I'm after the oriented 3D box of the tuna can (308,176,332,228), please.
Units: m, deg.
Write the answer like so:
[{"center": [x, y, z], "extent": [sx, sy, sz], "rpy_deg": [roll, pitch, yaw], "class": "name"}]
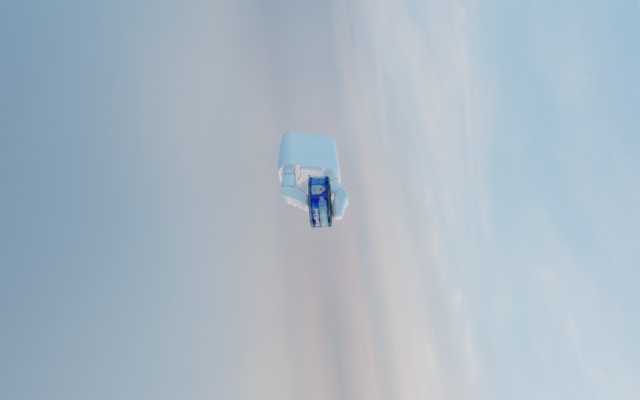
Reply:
[{"center": [0.001, 0.003, 0.789], "extent": [0.034, 0.086, 0.086], "rpy_deg": [-3, 0, 4], "class": "tuna can"}]
